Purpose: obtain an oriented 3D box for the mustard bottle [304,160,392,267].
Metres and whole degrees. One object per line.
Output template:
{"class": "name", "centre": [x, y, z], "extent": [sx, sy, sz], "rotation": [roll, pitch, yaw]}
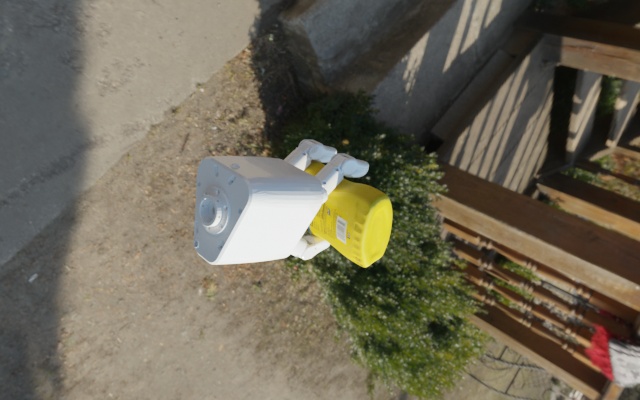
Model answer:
{"class": "mustard bottle", "centre": [0.001, 0.002, 0.610], "extent": [0.191, 0.096, 0.058], "rotation": [29, 43, 36]}
